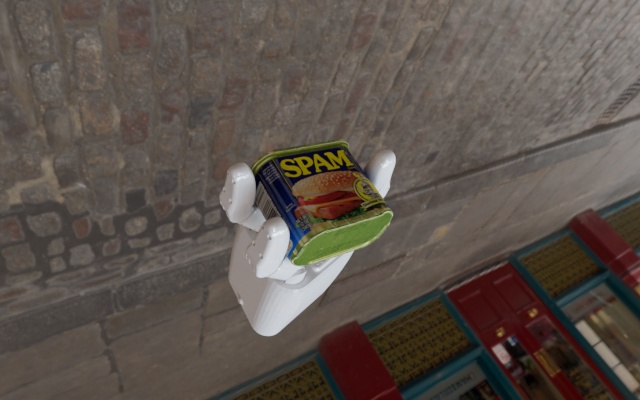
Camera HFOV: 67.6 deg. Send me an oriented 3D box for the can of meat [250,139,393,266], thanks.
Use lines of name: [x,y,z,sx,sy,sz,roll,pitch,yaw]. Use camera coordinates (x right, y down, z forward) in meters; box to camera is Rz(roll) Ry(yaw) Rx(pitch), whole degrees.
can of meat: [0.000,0.002,0.405,0.102,0.084,0.057,-14,-32,-35]
